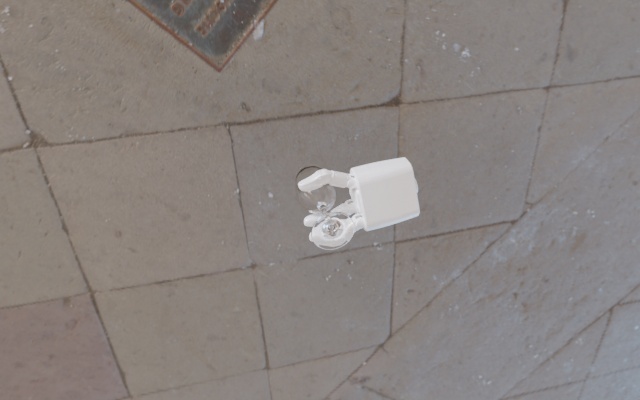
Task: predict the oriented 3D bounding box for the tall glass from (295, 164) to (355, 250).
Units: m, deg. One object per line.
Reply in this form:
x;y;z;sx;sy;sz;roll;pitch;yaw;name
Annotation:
0.000;0.003;0.873;0.079;0.079;0.201;0;29;-14;tall glass
